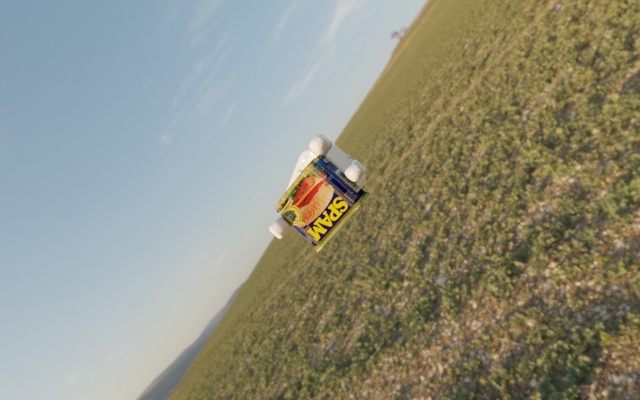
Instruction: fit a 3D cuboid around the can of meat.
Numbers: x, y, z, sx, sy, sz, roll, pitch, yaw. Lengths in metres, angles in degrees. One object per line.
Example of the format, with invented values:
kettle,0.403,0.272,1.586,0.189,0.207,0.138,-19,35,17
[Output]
can of meat,0.000,0.002,0.629,0.084,0.102,0.057,42,25,2
